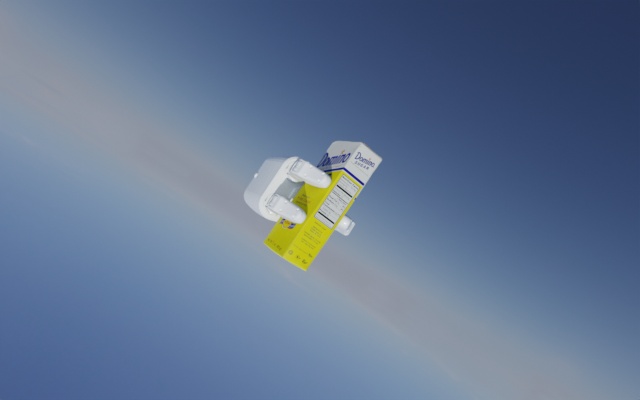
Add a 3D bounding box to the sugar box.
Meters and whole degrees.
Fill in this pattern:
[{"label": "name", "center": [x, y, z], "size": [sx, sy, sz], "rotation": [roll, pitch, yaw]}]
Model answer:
[{"label": "sugar box", "center": [0.000, 0.002, 0.634], "size": [0.048, 0.176, 0.093], "rotation": [35, -7, -23]}]
